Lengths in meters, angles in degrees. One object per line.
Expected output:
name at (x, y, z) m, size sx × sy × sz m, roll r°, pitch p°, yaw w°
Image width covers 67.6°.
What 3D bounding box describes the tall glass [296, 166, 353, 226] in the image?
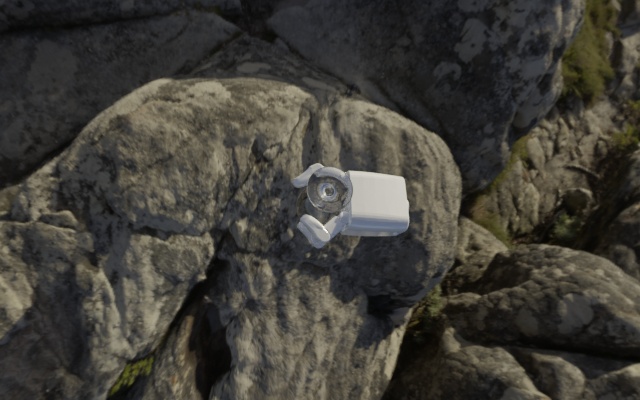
tall glass at (0.000, 0.003, 0.844) m, size 0.079 × 0.079 × 0.201 m, roll 0°, pitch -12°, yaw -9°
